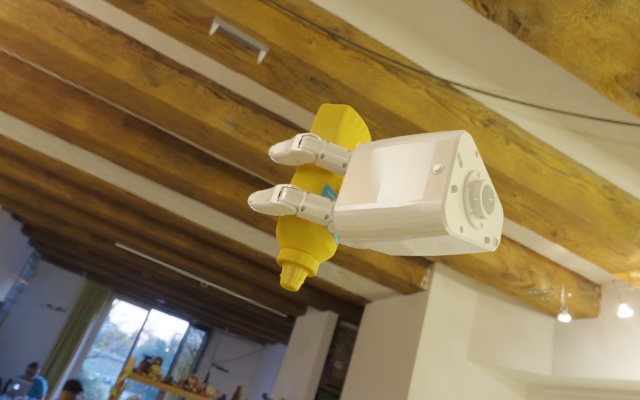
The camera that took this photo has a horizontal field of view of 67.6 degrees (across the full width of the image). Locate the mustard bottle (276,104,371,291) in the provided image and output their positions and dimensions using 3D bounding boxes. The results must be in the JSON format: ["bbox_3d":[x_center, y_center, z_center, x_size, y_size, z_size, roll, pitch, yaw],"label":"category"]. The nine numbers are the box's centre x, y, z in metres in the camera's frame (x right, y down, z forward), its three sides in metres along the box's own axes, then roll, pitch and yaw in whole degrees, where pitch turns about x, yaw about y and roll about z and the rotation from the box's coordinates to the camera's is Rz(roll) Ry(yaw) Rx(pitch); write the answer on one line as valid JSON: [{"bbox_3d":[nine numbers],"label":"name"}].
[{"bbox_3d":[0.000,0.001,0.494,0.058,0.191,0.096,9,-26,22],"label":"mustard bottle"}]
